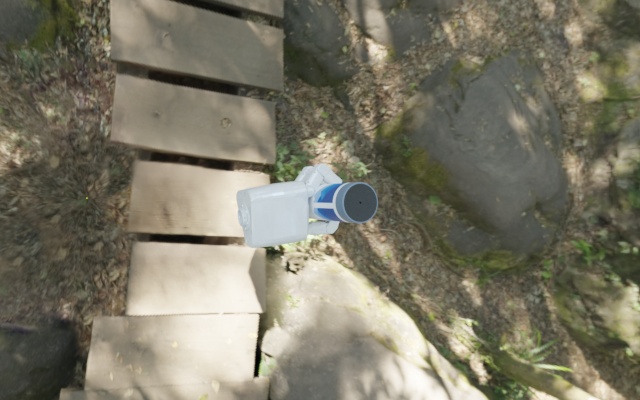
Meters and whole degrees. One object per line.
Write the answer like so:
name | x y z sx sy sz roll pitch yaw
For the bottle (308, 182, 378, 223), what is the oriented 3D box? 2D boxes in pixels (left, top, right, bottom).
bottle | 0.000 0.003 0.897 0.069 0.069 0.295 0 0 -26
